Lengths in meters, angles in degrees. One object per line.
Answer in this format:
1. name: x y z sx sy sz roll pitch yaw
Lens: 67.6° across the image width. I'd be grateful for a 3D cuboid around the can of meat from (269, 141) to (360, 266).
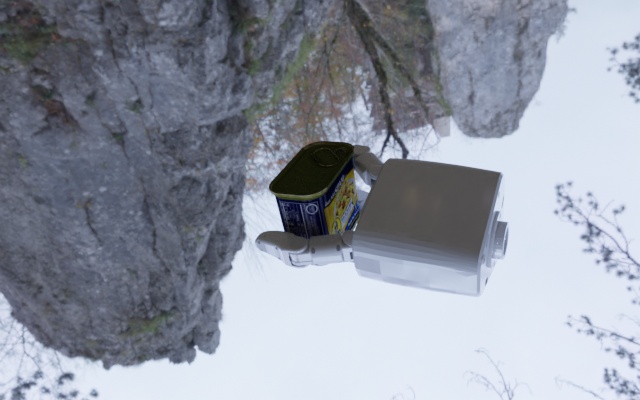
1. can of meat: 0.000 0.002 0.473 0.057 0.084 0.102 5 36 25
